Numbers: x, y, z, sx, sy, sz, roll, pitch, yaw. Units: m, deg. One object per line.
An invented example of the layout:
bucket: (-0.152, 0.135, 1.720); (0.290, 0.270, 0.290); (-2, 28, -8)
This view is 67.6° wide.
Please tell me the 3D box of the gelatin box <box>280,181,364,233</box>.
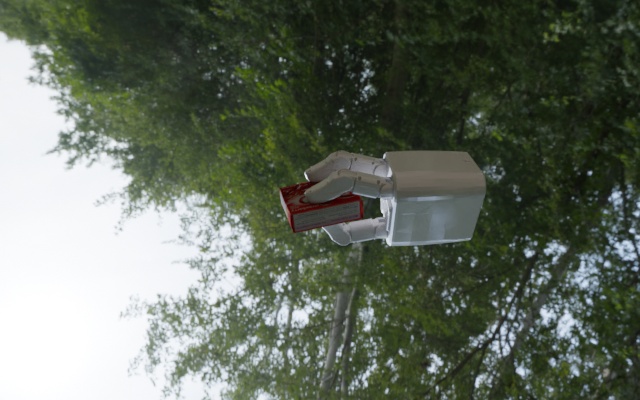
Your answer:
gelatin box: (0.000, 0.002, 0.585); (0.089, 0.030, 0.073); (-12, 29, -10)
